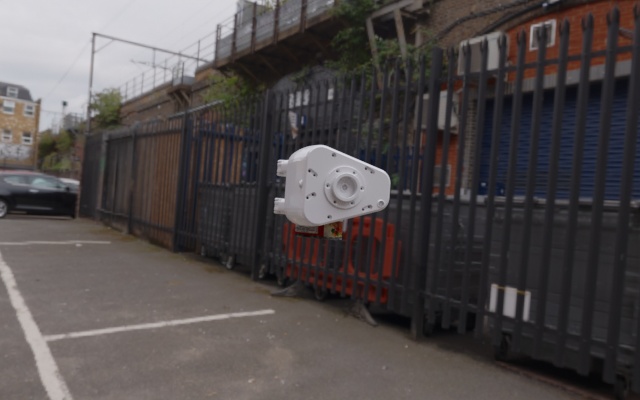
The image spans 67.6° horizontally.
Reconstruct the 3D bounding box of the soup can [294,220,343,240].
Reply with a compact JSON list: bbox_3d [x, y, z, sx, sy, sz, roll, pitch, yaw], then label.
[{"bbox_3d":[0.000,0.002,0.679,0.068,0.102,0.068,4,-1,0],"label":"soup can"}]
